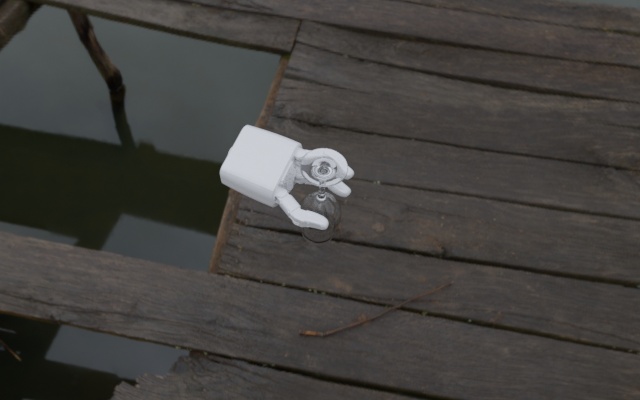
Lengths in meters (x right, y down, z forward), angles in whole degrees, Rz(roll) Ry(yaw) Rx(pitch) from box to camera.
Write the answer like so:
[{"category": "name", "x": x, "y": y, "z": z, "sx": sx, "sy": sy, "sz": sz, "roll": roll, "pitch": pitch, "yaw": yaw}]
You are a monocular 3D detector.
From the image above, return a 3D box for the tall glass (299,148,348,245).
[{"category": "tall glass", "x": 0.000, "y": 0.002, "z": 0.815, "sx": 0.079, "sy": 0.079, "sz": 0.201, "roll": 0, "pitch": -34, "yaw": -3}]
